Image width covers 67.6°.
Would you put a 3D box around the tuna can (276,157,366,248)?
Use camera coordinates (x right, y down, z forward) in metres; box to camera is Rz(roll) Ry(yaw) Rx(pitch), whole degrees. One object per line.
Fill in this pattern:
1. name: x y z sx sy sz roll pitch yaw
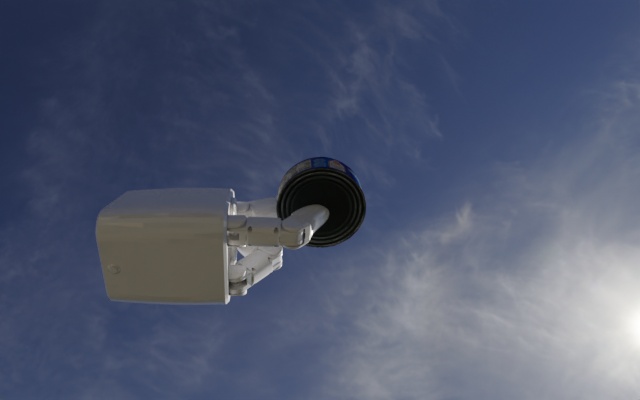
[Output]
1. tuna can: 0.000 0.001 0.469 0.086 0.086 0.033 0 27 -3
